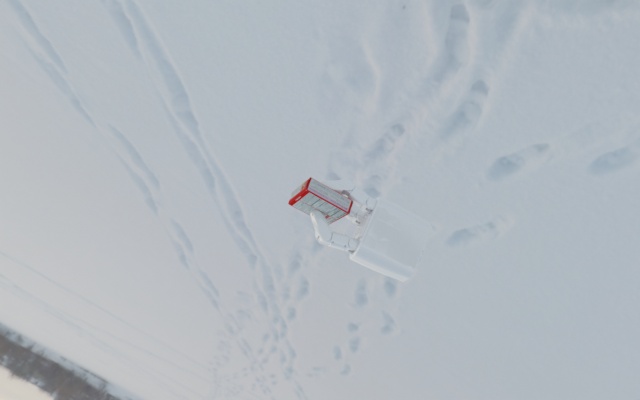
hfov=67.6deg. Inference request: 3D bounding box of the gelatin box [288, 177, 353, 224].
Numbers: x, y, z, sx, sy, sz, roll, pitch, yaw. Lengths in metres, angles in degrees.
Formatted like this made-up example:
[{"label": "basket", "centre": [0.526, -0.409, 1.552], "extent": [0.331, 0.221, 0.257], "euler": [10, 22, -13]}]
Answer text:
[{"label": "gelatin box", "centre": [0.000, 0.003, 0.819], "extent": [0.089, 0.030, 0.073], "euler": [28, -30, -17]}]
